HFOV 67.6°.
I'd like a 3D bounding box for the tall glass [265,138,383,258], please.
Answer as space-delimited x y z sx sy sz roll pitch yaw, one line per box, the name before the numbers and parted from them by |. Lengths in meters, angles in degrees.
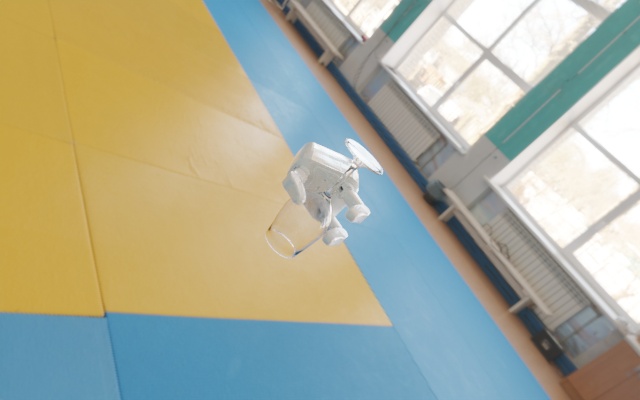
tall glass | 0.000 0.002 0.732 0.201 0.079 0.079 -46 -20 21
